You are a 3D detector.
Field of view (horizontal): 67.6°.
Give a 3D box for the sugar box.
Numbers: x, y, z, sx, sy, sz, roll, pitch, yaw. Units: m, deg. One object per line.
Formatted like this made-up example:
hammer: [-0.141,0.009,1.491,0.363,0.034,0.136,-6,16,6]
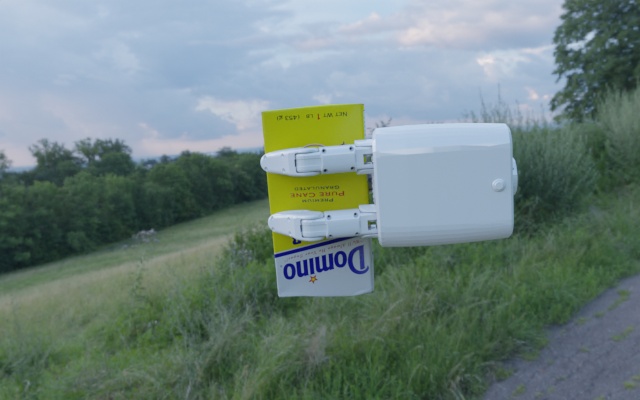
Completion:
sugar box: [0.000,0.001,0.447,0.093,0.176,0.048,-4,8,8]
